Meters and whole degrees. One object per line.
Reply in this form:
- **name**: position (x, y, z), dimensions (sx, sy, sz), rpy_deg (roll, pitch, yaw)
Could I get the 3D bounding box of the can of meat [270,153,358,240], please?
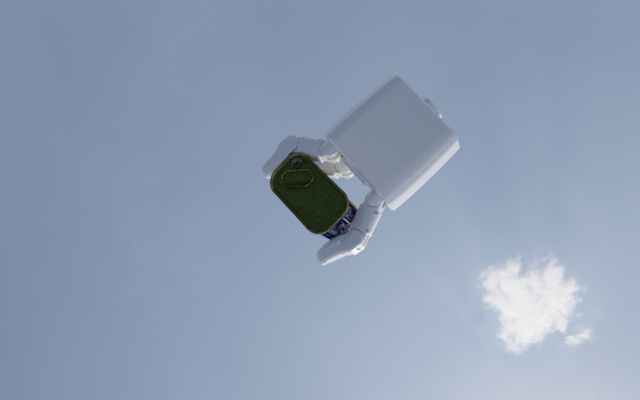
- **can of meat**: position (0.000, 0.002, 0.564), dimensions (0.102, 0.057, 0.084), rpy_deg (45, 3, 27)
